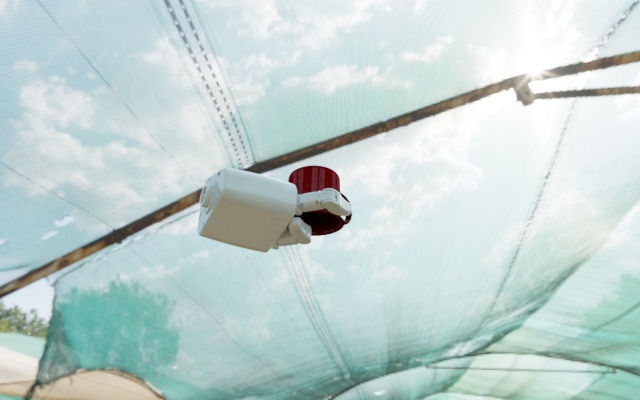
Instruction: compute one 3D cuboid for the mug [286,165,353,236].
[{"bbox_3d":[0.001,0.003,0.734,0.117,0.081,0.093,15,-31,-27],"label":"mug"}]
